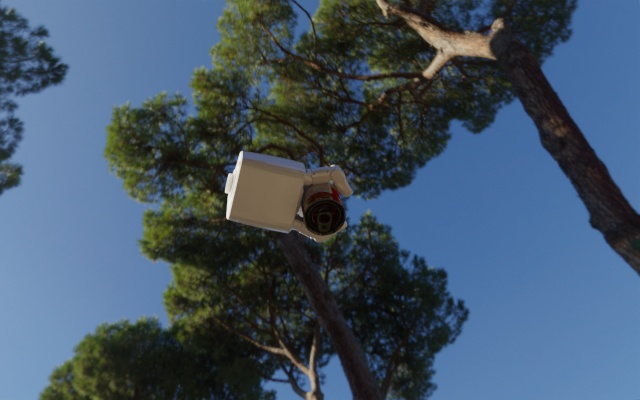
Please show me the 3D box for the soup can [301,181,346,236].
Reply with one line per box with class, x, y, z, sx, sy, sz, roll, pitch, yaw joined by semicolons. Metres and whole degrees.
soup can;0.001;0.002;0.795;0.068;0.068;0.102;0;30;-9
